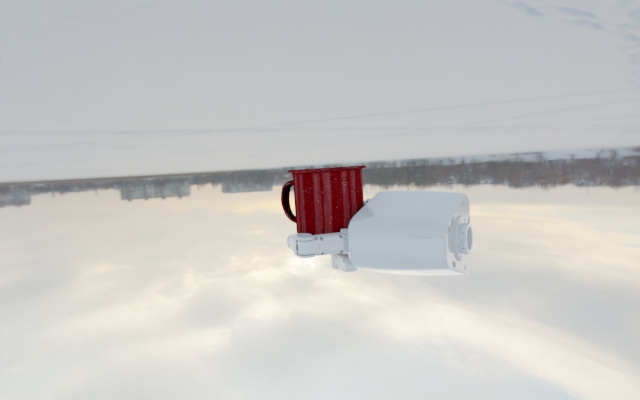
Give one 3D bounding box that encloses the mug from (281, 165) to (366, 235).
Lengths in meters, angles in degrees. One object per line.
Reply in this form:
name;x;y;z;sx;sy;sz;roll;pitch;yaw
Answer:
mug;-0.001;0.002;0.575;0.117;0.081;0.093;-1;5;32
